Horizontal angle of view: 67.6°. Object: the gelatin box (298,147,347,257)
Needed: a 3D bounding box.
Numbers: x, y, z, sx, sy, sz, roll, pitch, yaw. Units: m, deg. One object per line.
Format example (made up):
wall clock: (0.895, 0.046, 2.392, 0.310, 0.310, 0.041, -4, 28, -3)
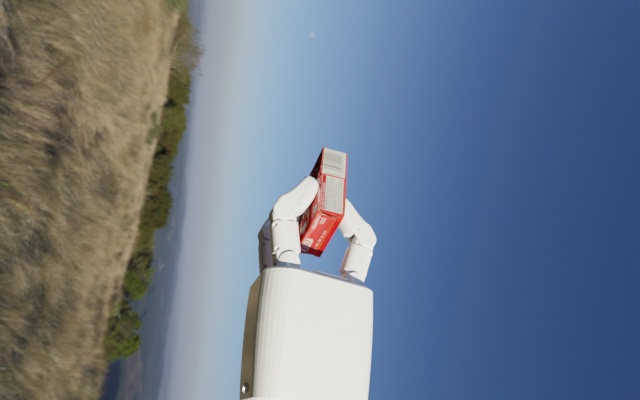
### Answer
gelatin box: (0.001, 0.001, 0.492, 0.030, 0.089, 0.073, 15, -41, -12)
